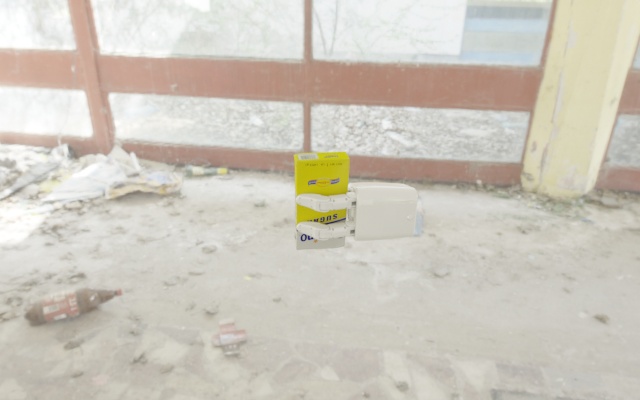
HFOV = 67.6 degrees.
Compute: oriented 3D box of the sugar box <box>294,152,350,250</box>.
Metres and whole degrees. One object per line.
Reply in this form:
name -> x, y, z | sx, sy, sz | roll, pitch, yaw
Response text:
sugar box -> 0.000, 0.003, 0.850 | 0.093, 0.176, 0.048 | -3, 24, -7
